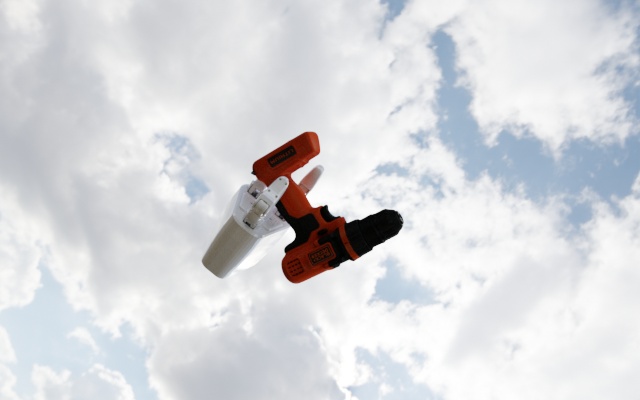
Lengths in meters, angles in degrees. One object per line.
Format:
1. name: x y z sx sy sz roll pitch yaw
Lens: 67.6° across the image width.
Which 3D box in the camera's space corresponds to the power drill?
1. power drill: 0.000 0.002 0.665 0.184 0.187 0.057 -27 -9 13
